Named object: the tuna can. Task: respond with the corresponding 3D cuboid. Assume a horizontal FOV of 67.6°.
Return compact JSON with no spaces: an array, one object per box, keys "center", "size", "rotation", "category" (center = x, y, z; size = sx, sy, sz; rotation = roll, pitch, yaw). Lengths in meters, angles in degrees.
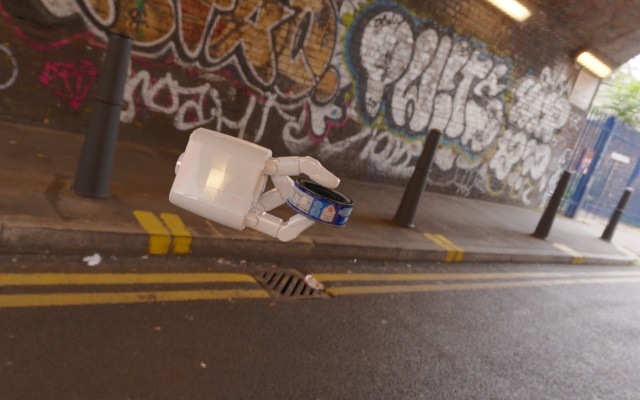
[{"center":[0.000,0.002,0.634],"size":[0.086,0.034,0.086],"rotation":[22,12,-5],"category":"tuna can"}]
